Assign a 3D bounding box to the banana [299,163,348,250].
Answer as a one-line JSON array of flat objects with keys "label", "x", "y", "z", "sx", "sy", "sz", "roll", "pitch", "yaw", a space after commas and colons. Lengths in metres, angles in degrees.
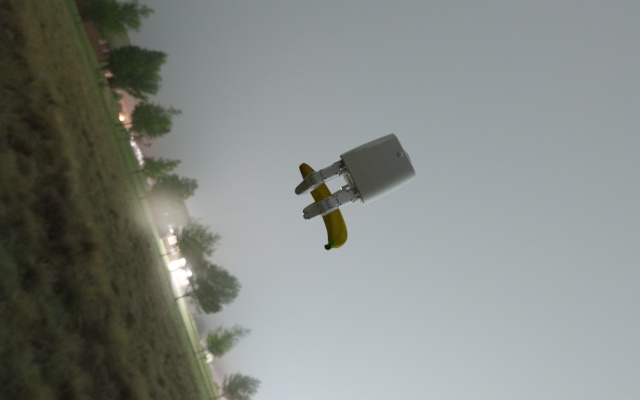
[{"label": "banana", "x": 0.010, "y": 0.013, "z": 0.864, "sx": 0.037, "sy": 0.197, "sz": 0.070, "roll": -31, "pitch": -38, "yaw": 13}]
